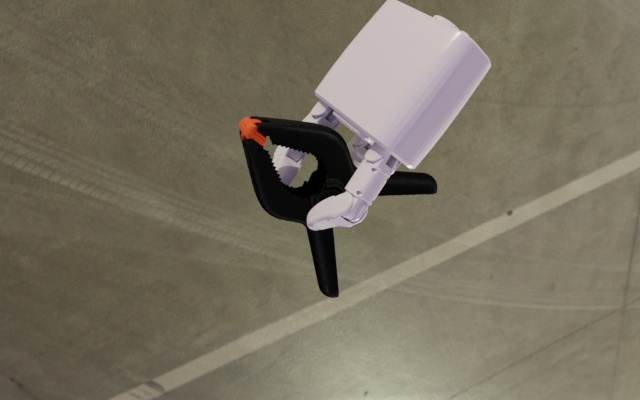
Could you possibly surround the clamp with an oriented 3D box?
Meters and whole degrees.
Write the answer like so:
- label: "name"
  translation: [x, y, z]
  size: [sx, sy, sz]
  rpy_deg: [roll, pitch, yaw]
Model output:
- label: "clamp"
  translation: [0.000, 0.001, 0.446]
  size: [0.210, 0.164, 0.036]
  rpy_deg: [31, 9, -34]
